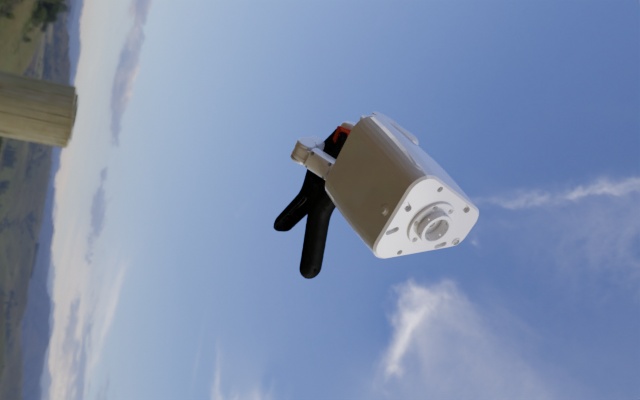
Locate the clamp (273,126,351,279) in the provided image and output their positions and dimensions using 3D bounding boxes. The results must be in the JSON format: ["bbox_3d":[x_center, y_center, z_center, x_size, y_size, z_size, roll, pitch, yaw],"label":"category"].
[{"bbox_3d":[0.001,0.002,0.551,0.039,0.171,0.120,9,32,-34],"label":"clamp"}]
